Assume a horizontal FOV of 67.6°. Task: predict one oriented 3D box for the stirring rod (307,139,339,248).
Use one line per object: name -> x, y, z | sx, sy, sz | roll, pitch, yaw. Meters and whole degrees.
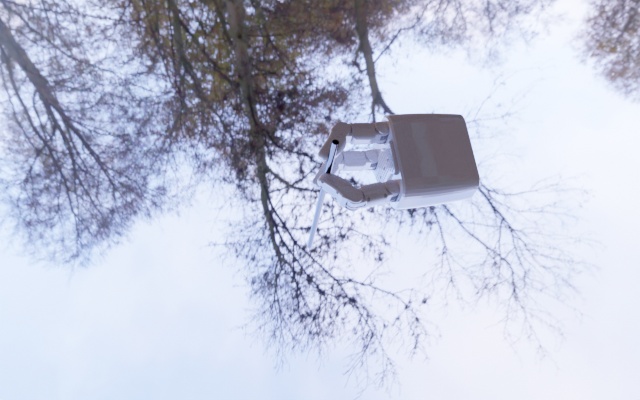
stirring rod -> 0.000, 0.002, 0.630 | 0.011, 0.011, 0.240 | 0, -34, -10
